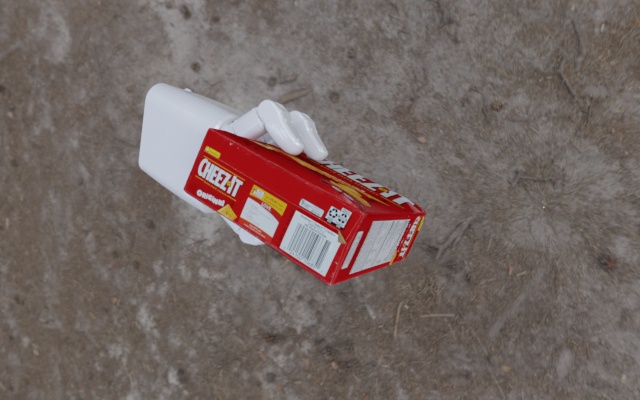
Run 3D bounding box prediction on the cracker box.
[{"bbox_3d":[0.000,0.002,0.478,0.164,0.072,0.214,29,11,23],"label":"cracker box"}]
